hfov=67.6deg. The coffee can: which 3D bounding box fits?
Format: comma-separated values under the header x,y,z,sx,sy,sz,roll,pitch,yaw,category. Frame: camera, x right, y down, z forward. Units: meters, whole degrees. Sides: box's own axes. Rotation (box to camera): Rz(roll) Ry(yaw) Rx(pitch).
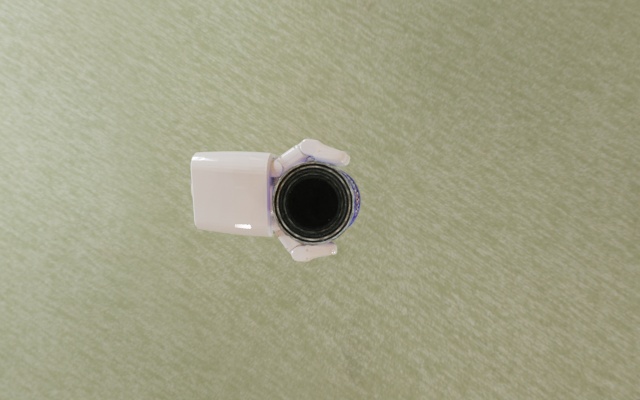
x,y,z,sx,sy,sz,roll,pitch,yaw,category
0.000,0.002,0.643,0.103,0.103,0.140,0,1,8,coffee can
